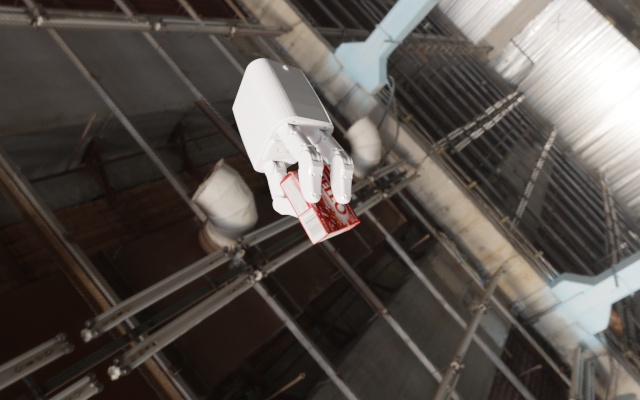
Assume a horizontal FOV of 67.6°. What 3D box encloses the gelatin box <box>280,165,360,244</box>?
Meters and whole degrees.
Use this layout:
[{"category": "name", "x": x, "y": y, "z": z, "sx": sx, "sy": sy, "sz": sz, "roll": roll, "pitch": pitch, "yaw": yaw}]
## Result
[{"category": "gelatin box", "x": 0.000, "y": 0.002, "z": 0.589, "sx": 0.030, "sy": 0.089, "sz": 0.073, "roll": -37, "pitch": -13, "yaw": 36}]
